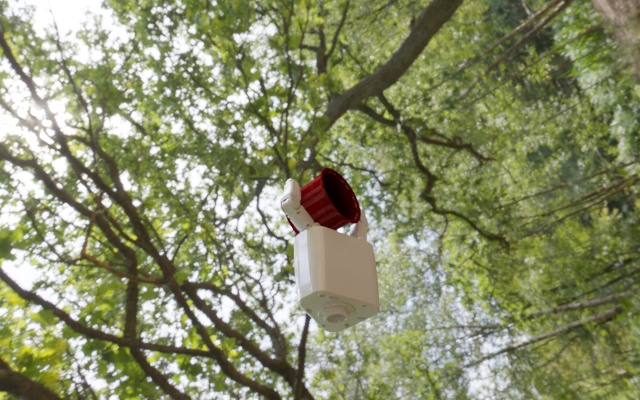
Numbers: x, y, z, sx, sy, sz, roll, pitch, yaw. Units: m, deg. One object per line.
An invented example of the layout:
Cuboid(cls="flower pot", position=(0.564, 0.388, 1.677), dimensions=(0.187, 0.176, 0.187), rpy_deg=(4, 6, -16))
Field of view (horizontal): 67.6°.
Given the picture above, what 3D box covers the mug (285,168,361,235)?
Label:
Cuboid(cls="mug", position=(0.000, 0.001, 0.723), dimensions=(0.081, 0.117, 0.093), rpy_deg=(-32, -51, 26))
